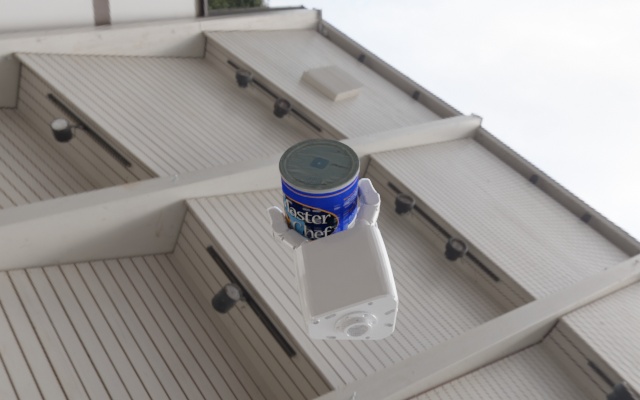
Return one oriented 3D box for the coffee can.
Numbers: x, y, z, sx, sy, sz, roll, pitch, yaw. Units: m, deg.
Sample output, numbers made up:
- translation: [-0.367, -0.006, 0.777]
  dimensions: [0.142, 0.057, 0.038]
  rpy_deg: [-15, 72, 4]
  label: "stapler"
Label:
- translation: [0.000, 0.002, 0.651]
  dimensions: [0.103, 0.140, 0.102]
  rpy_deg: [-1, 44, 1]
  label: "coffee can"
